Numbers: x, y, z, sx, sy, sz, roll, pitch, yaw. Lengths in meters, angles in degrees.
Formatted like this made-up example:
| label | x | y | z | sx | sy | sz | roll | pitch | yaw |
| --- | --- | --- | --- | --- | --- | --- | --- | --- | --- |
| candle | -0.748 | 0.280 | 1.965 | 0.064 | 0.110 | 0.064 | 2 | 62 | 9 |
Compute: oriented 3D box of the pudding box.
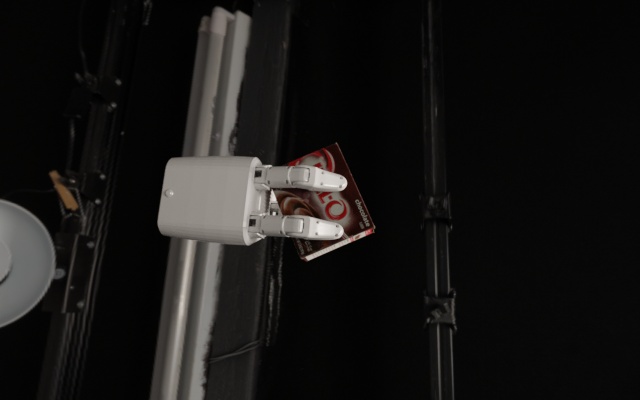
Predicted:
| label | x | y | z | sx | sy | sz | roll | pitch | yaw |
| --- | --- | --- | --- | --- | --- | --- | --- | --- | --- |
| pudding box | 0.000 | 0.002 | 0.552 | 0.090 | 0.113 | 0.039 | -24 | -14 | 1 |
